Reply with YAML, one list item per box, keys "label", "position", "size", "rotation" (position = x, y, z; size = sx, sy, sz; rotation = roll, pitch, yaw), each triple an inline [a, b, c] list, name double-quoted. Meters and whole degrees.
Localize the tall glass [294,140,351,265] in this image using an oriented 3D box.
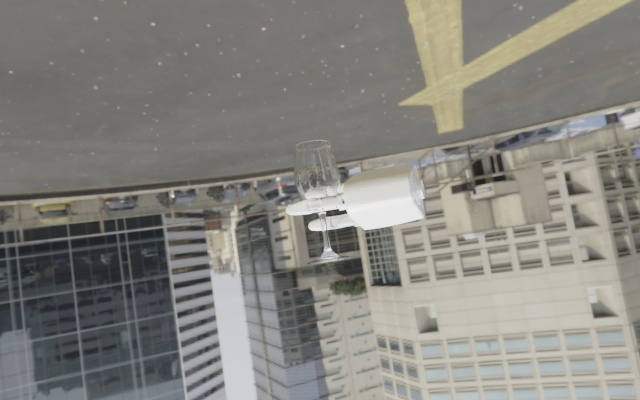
- label: "tall glass"
  position: [0.000, 0.003, 0.805]
  size: [0.079, 0.201, 0.079]
  rotation: [-9, -5, -1]
